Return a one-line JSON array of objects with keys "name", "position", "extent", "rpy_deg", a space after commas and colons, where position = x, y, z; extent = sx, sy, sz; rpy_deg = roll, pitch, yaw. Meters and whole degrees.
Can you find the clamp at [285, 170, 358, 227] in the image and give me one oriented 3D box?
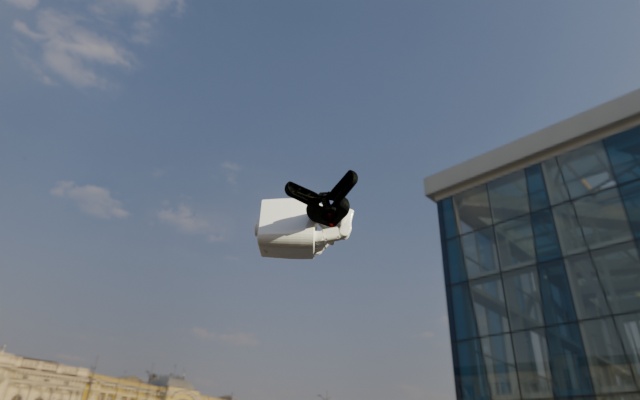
[{"name": "clamp", "position": [0.000, 0.002, 0.837], "extent": [0.120, 0.039, 0.172], "rpy_deg": [-1, -30, -2]}]
